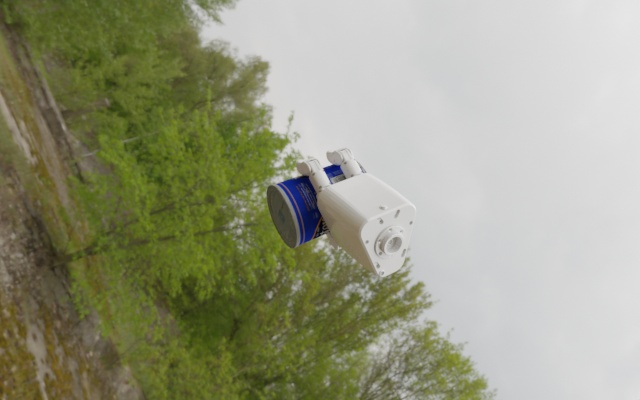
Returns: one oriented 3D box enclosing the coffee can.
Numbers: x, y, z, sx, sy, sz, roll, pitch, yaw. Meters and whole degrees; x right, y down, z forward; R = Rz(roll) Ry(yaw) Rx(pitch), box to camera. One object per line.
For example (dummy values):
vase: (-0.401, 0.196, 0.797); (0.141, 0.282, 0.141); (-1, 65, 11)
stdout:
coffee can: (0.000, 0.002, 0.751); (0.140, 0.103, 0.103); (-21, 8, -22)
